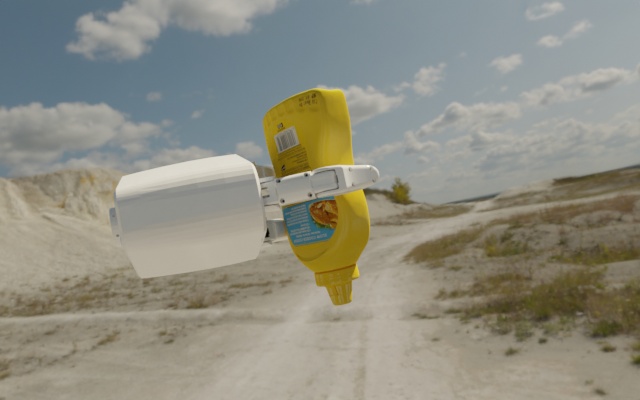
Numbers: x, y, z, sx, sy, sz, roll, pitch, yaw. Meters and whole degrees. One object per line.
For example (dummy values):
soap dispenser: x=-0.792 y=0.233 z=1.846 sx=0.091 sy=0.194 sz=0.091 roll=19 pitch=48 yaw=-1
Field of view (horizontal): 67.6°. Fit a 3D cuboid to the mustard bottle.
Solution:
mustard bottle: x=0.000 y=0.001 z=0.444 sx=0.058 sy=0.191 sz=0.096 roll=-9 pitch=-5 yaw=-41
